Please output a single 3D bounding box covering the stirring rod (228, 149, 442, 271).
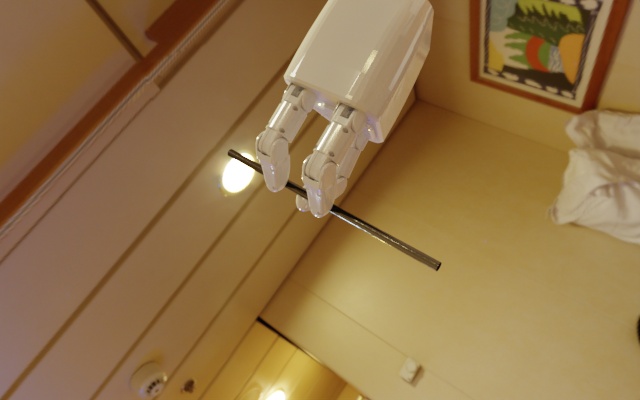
[{"bbox_3d":[0.000,0.001,0.430,0.239,0.011,0.011,29,15,29],"label":"stirring rod"}]
